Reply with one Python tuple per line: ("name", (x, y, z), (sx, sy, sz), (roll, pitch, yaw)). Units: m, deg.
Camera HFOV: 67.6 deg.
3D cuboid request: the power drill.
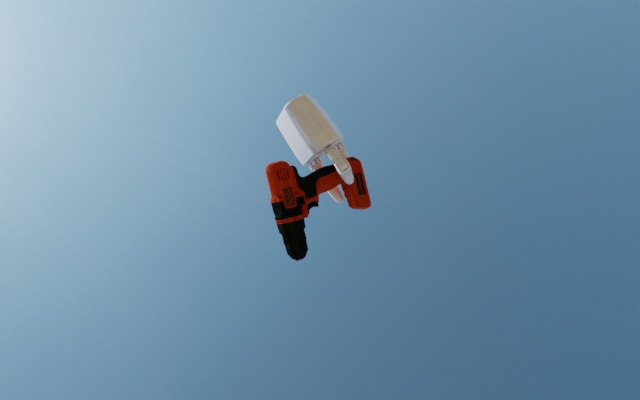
("power drill", (0.000, 0.003, 0.894), (0.187, 0.184, 0.057), (-16, 7, -26))
